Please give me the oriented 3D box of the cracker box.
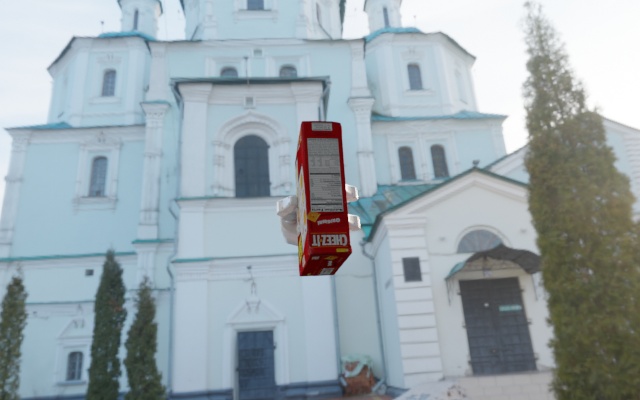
[{"bbox_3d":[0.000,0.002,0.776,0.072,0.213,0.164,-1,-19,-8],"label":"cracker box"}]
